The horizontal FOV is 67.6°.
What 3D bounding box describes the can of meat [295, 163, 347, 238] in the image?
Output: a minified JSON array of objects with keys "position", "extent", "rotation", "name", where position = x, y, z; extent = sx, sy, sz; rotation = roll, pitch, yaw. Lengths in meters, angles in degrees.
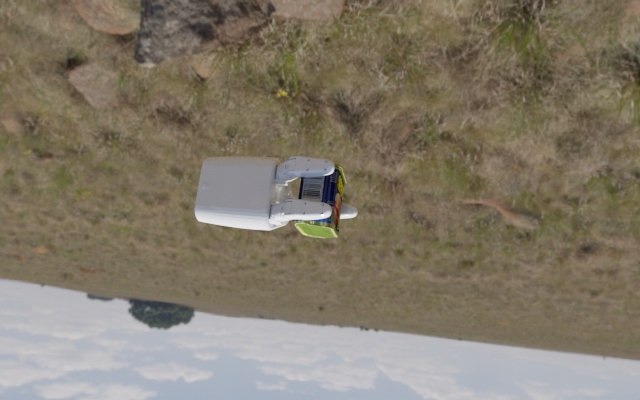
[{"position":[0.000,0.002,0.644],"extent":[0.057,0.084,0.102],"rotation":[5,-13,9],"name":"can of meat"}]
